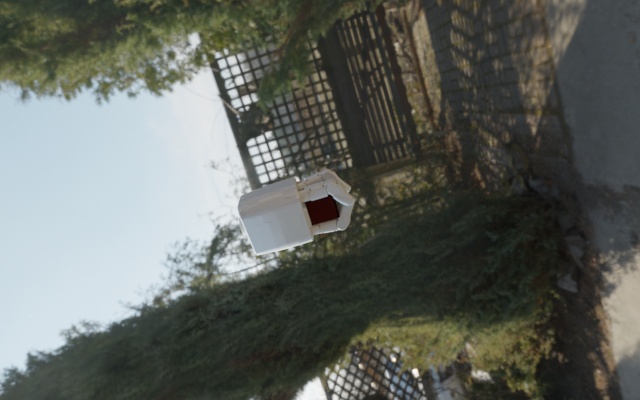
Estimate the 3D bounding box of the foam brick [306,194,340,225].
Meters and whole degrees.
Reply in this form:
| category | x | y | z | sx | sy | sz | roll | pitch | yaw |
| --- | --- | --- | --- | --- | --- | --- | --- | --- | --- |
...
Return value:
| category | x | y | z | sx | sy | sz | roll | pitch | yaw |
| --- | --- | --- | --- | --- | --- | --- | --- | --- | --- |
| foam brick | 0.000 | 0.003 | 0.855 | 0.051 | 0.053 | 0.078 | -16 | 16 | 0 |
